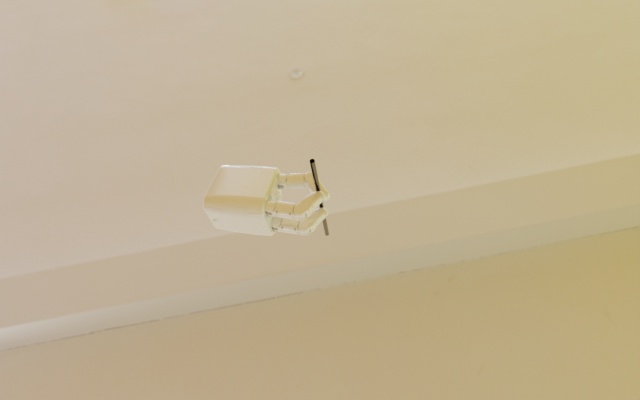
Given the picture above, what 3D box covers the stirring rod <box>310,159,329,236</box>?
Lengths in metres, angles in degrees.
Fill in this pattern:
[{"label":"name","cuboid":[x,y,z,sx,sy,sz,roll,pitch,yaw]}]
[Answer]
[{"label":"stirring rod","cuboid":[0.000,0.003,0.811,0.011,0.011,0.240,0,-31,7]}]
